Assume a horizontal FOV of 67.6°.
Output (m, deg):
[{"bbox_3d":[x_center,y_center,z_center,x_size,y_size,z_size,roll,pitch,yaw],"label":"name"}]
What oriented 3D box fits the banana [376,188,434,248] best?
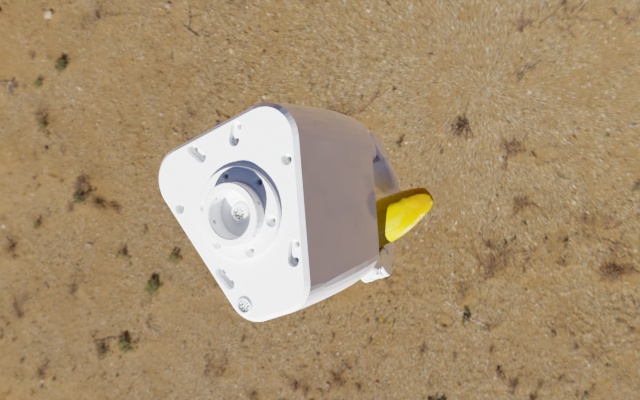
[{"bbox_3d":[-0.005,0.020,0.406,0.198,0.069,0.037,4,-4,29],"label":"banana"}]
